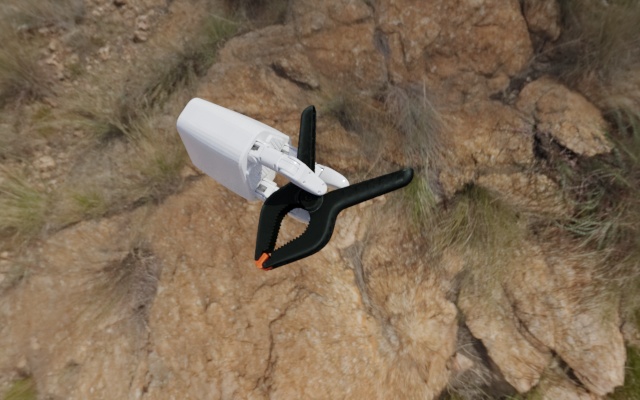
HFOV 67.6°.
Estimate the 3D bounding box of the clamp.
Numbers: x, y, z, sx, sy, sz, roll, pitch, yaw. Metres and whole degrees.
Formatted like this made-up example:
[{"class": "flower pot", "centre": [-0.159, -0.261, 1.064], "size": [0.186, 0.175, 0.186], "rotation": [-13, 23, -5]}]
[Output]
[{"class": "clamp", "centre": [-0.001, 0.002, 0.574], "size": [0.164, 0.210, 0.036], "rotation": [28, -8, 19]}]
